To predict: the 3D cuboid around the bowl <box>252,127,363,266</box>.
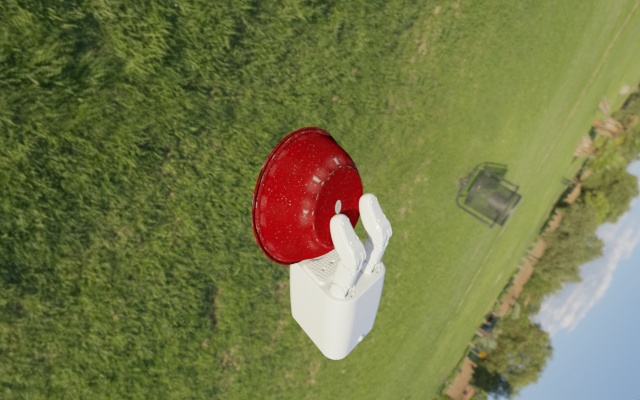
[{"bbox_3d":[0.000,0.001,0.530,0.055,0.162,0.162,16,9,36],"label":"bowl"}]
